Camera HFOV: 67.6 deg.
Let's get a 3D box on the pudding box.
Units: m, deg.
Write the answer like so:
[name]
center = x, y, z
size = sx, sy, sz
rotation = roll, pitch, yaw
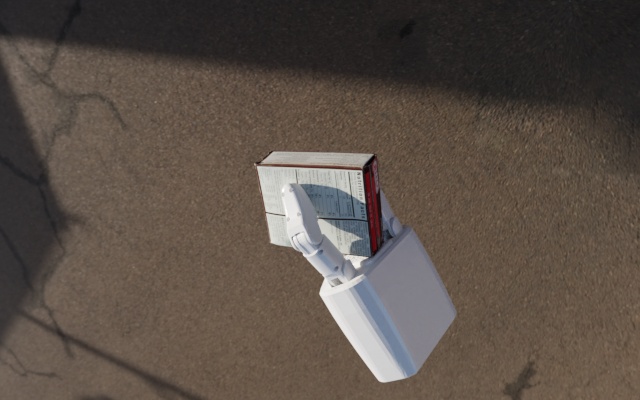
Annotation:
[pudding box]
center = 0.000, 0.002, 0.447
size = 0.113, 0.090, 0.039
rotation = 4, 26, 24
